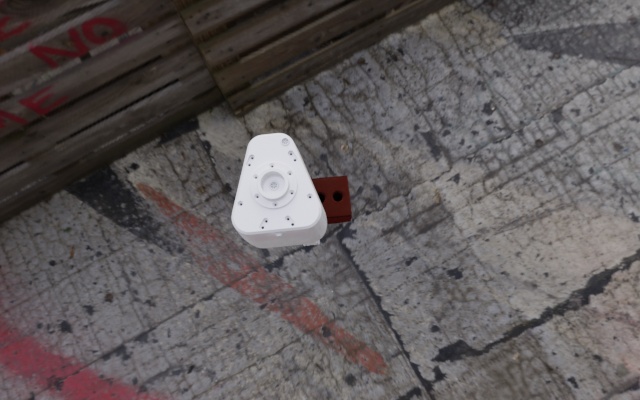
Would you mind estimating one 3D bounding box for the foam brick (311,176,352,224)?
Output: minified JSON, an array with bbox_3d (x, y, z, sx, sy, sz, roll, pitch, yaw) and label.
[{"bbox_3d":[0.000,0.002,0.614,0.078,0.053,0.051,-6,-12,0],"label":"foam brick"}]
